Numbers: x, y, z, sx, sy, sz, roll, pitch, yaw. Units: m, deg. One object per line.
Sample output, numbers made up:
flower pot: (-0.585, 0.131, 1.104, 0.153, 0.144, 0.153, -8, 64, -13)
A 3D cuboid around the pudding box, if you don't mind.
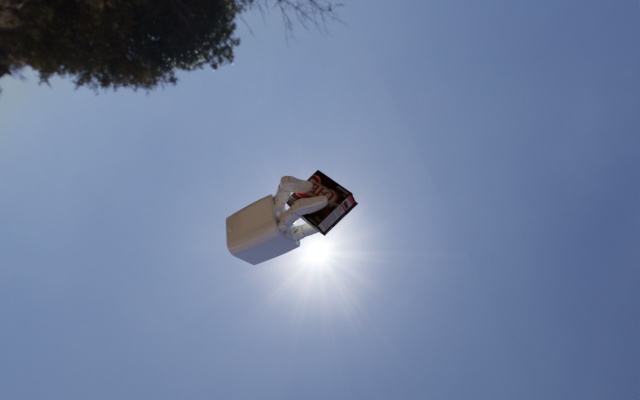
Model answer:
pudding box: (0.000, 0.003, 0.878, 0.113, 0.090, 0.039, 37, -11, 44)
